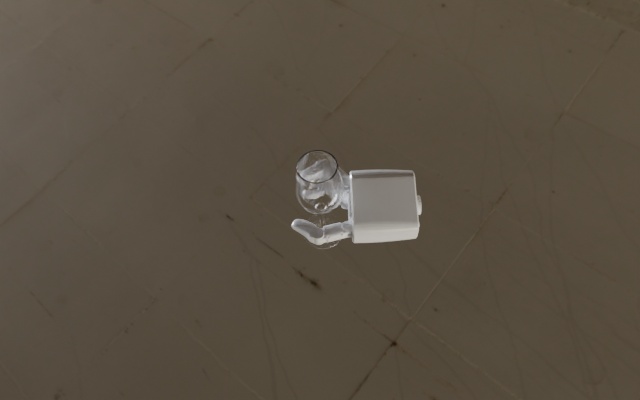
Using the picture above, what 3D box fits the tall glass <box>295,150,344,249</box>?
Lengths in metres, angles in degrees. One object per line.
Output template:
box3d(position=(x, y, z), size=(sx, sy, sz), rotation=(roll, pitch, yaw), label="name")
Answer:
box3d(position=(0.000, 0.003, 0.789), size=(0.079, 0.079, 0.201), rotation=(0, -32, 4), label="tall glass")
